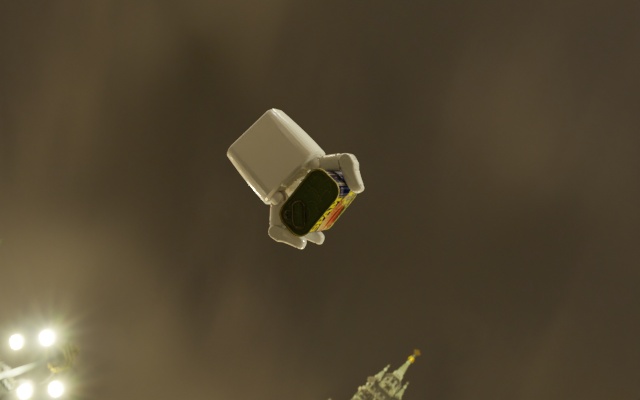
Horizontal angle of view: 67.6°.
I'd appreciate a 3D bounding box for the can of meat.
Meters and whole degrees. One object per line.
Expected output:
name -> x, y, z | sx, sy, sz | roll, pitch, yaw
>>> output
can of meat -> 0.000, 0.002, 0.711 | 0.057, 0.102, 0.084 | 45, 19, 17
